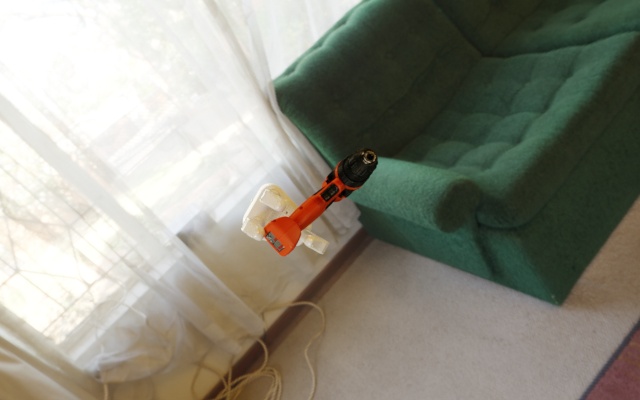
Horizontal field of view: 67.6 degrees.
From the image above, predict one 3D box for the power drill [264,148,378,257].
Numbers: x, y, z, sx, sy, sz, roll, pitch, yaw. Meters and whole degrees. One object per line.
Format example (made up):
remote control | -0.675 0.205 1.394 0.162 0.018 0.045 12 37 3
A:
power drill | 0.000 0.003 0.751 0.187 0.057 0.184 -40 -3 -22
